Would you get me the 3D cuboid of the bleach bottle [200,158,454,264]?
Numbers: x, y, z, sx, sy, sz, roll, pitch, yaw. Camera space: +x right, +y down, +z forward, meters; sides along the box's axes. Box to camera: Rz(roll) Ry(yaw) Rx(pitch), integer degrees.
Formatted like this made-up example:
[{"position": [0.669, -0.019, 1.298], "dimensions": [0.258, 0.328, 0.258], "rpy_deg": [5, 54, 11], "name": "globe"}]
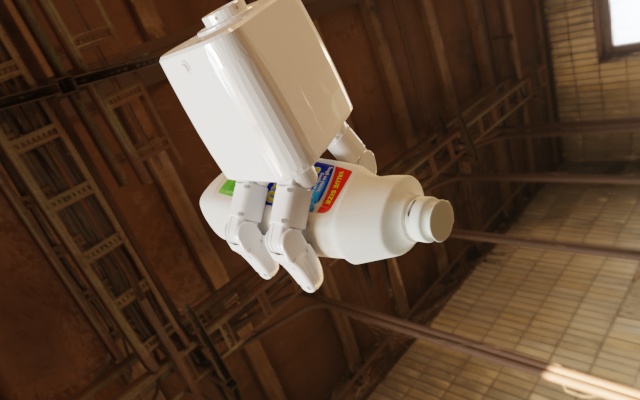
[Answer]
[{"position": [0.000, 0.001, 0.409], "dimensions": [0.251, 0.068, 0.102], "rpy_deg": [4, 41, 47], "name": "bleach bottle"}]
